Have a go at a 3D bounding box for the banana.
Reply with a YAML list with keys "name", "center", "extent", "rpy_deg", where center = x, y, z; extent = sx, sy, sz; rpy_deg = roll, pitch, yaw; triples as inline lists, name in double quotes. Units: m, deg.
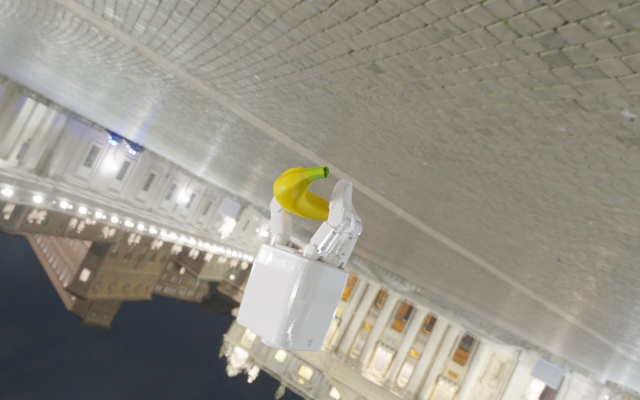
- name: "banana"
  center: [-0.018, -0.002, 0.586]
  extent: [0.069, 0.037, 0.198]
  rpy_deg: [11, -12, 8]
